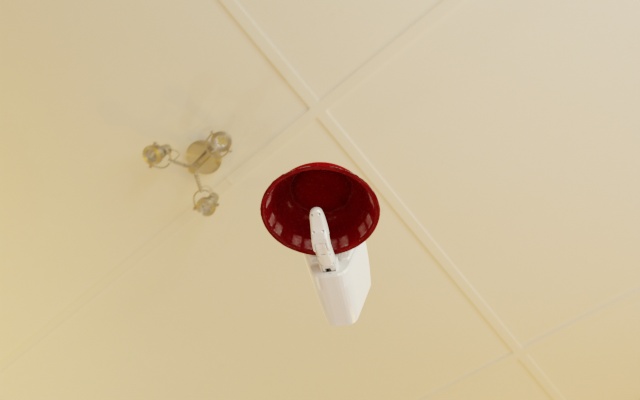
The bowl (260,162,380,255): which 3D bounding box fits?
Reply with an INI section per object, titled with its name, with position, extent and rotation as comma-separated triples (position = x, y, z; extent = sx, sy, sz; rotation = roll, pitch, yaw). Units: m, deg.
[bowl]
position = 0.000, 0.001, 0.661
extent = 0.162, 0.162, 0.055
rotation = 0, 41, 2
